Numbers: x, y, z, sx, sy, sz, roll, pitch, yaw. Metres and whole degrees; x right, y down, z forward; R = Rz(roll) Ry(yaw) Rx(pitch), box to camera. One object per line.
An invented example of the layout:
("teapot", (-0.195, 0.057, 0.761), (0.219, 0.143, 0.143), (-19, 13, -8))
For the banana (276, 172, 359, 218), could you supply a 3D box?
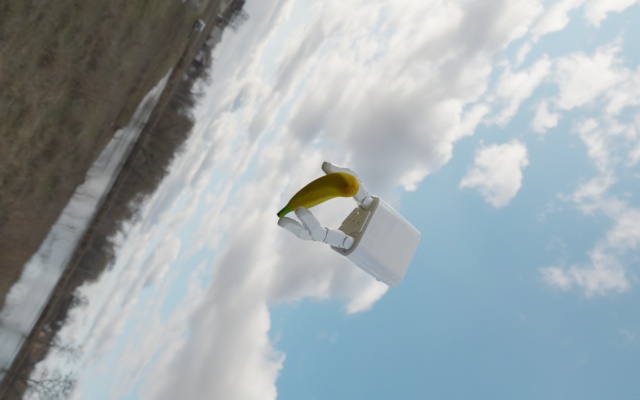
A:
("banana", (0.007, -0.011, 0.719), (0.037, 0.069, 0.198), (42, -32, -17))
